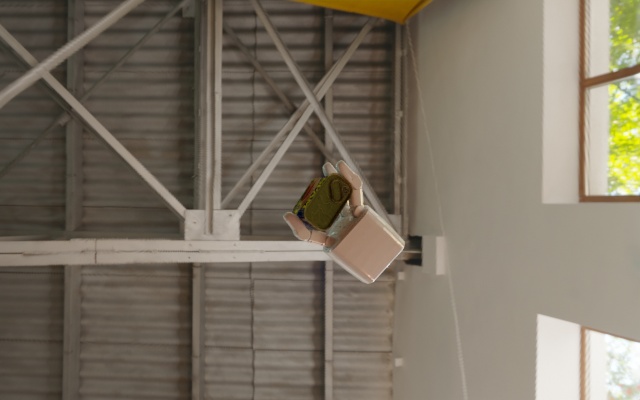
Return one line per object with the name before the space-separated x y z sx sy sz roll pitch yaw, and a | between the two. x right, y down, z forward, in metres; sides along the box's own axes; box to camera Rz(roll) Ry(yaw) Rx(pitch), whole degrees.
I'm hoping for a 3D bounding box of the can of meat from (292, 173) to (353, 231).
can of meat | 0.000 0.003 0.864 0.057 0.102 0.084 38 -14 -16
